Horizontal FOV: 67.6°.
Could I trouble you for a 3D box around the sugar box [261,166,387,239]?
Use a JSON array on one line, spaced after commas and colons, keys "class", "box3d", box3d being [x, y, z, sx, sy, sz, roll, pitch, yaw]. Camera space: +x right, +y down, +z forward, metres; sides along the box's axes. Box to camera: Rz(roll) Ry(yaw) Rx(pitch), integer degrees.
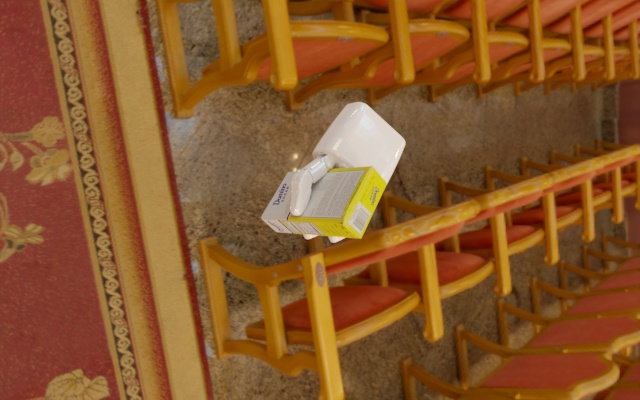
[{"class": "sugar box", "box3d": [0.001, 0.002, 0.679, 0.176, 0.093, 0.048, -1, -37, 49]}]
